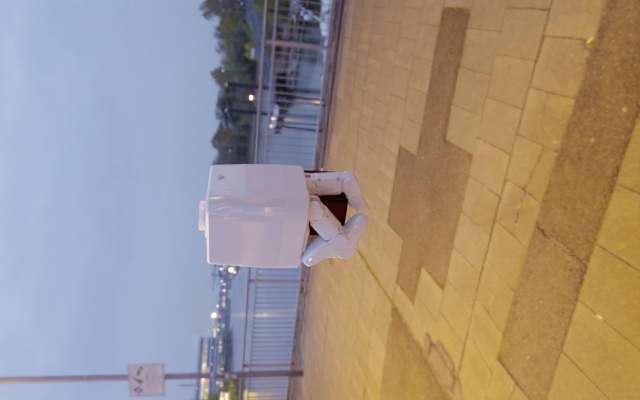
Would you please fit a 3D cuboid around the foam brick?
[{"bbox_3d":[0.000,0.002,0.598,0.051,0.053,0.078,1,29,-10],"label":"foam brick"}]
